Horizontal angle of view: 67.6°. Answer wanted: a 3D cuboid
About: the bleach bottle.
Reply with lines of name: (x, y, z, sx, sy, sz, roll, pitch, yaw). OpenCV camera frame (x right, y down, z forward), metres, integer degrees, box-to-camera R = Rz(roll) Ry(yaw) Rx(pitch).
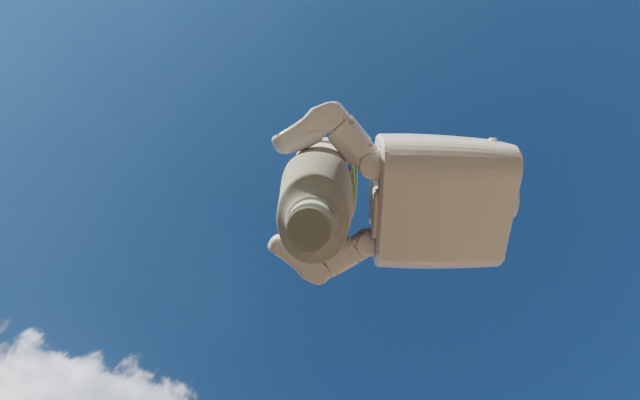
bleach bottle: (0.000, 0.001, 0.414, 0.068, 0.102, 0.250, 2, 12, 3)
